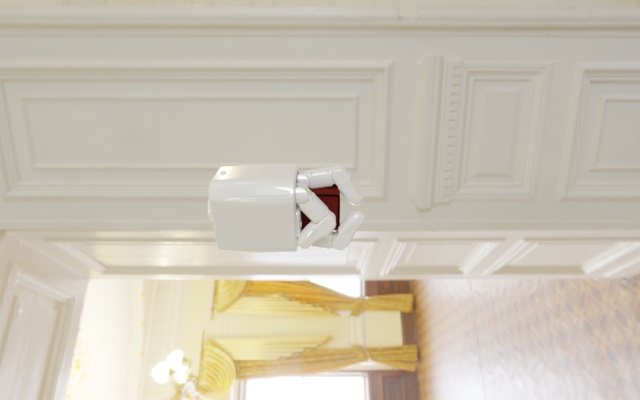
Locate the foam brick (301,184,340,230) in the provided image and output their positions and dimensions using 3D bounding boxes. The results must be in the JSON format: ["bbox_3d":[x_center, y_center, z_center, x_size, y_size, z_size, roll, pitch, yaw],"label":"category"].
[{"bbox_3d":[0.000,0.002,0.658,0.051,0.053,0.078,0,20,0],"label":"foam brick"}]
